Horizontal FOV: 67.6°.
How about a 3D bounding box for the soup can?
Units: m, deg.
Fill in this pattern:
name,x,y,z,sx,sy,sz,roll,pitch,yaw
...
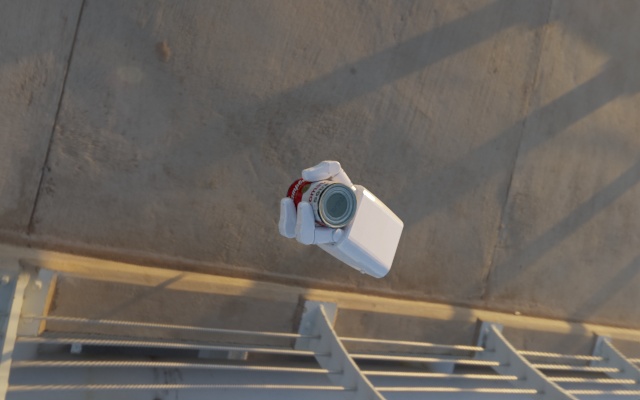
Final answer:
name,x,y,z,sx,sy,sz,roll,pitch,yaw
soup can,0.000,0.002,0.718,0.068,0.068,0.102,0,6,-30
